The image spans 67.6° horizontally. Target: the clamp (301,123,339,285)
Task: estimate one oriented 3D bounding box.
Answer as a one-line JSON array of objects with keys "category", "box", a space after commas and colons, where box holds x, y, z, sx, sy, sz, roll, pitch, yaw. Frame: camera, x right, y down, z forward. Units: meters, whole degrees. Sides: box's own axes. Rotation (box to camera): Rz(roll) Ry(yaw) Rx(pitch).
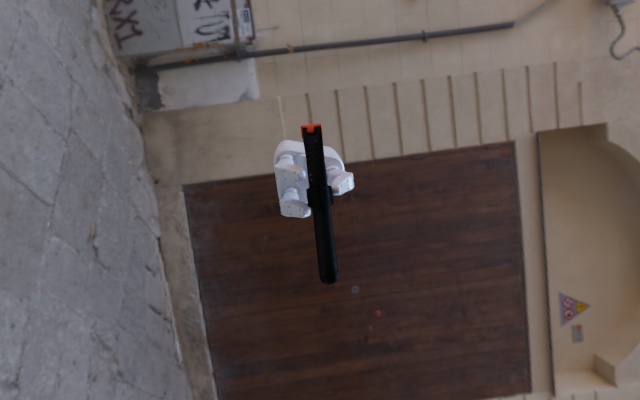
[{"category": "clamp", "box": [0.001, 0.001, 0.659, 0.036, 0.210, 0.164, -7, 18, -1]}]
